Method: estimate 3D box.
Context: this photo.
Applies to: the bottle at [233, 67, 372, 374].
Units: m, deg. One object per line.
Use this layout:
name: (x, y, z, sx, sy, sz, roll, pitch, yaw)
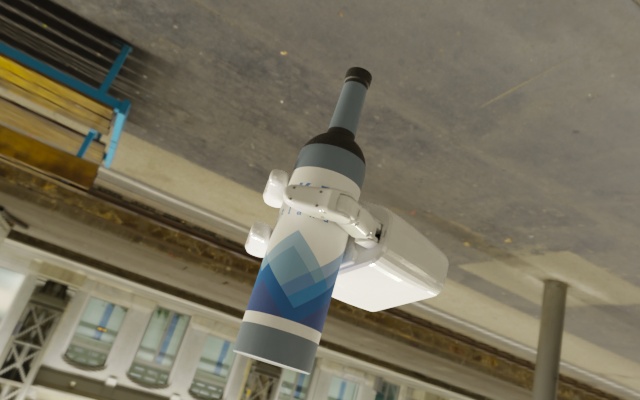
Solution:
bottle: (0.000, 0.002, 0.442, 0.069, 0.295, 0.069, 15, -21, 6)
